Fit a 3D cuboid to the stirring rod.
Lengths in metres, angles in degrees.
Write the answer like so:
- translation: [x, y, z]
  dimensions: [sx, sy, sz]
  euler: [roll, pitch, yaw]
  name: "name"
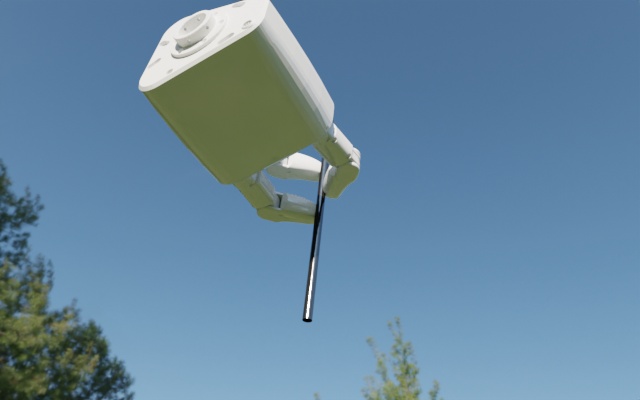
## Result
- translation: [0.000, 0.002, 0.451]
  dimensions: [0.011, 0.239, 0.011]
  euler: [4, -39, 3]
  name: "stirring rod"
